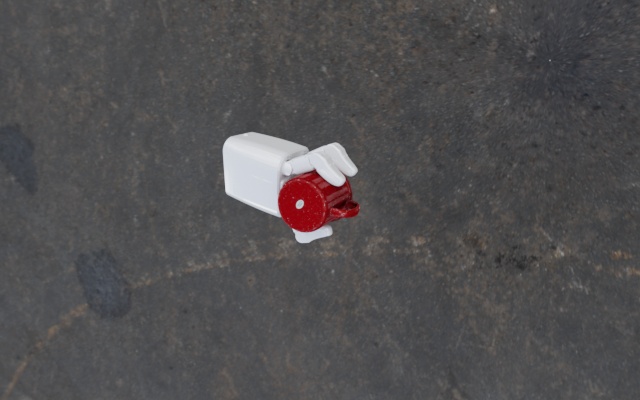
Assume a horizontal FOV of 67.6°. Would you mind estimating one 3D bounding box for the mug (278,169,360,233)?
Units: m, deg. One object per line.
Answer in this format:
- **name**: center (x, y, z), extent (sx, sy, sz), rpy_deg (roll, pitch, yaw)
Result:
- **mug**: center (0.001, 0.003, 0.702), extent (0.117, 0.093, 0.081), rpy_deg (20, 22, 21)
